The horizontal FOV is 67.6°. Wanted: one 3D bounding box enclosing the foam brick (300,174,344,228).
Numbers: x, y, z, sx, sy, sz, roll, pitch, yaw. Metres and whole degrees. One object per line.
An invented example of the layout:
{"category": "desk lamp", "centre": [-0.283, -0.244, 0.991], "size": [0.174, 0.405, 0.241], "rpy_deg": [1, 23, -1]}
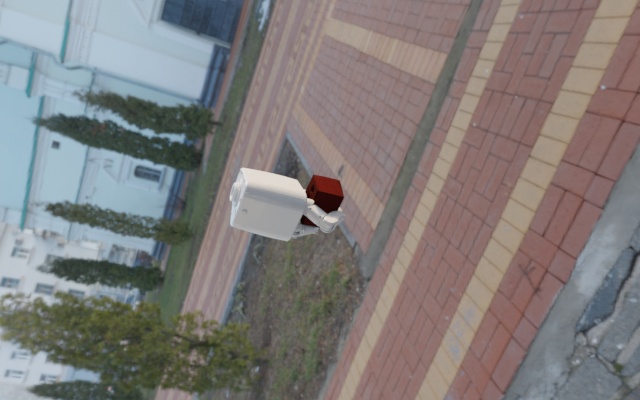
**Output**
{"category": "foam brick", "centre": [0.000, 0.002, 0.841], "size": [0.051, 0.078, 0.053], "rpy_deg": [14, 32, -20]}
